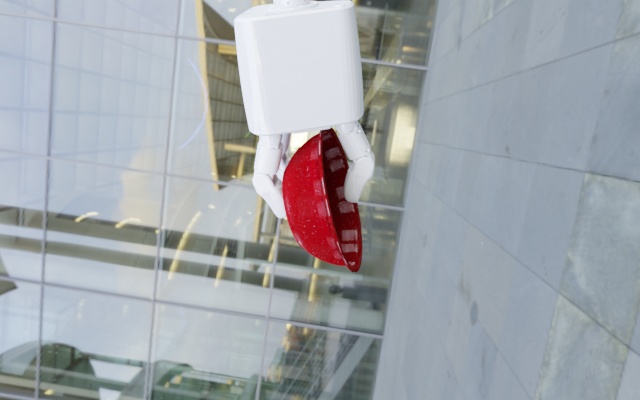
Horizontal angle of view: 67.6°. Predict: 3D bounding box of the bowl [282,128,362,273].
[{"bbox_3d":[0.000,0.003,0.518,0.055,0.162,0.162,-12,-3,14],"label":"bowl"}]
